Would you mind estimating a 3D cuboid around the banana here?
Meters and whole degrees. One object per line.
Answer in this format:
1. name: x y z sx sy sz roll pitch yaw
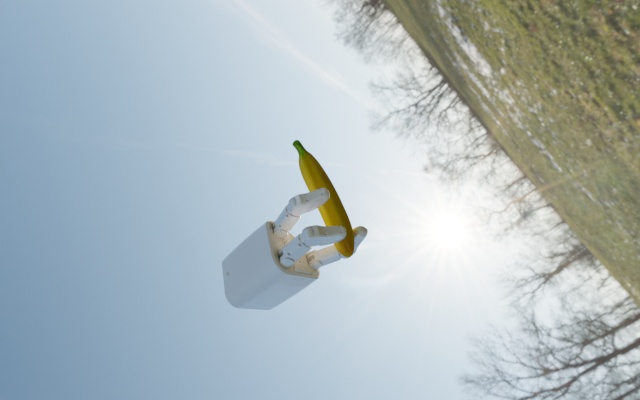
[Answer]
1. banana: 0.007 0.002 0.721 0.037 0.197 0.069 -34 -22 18
